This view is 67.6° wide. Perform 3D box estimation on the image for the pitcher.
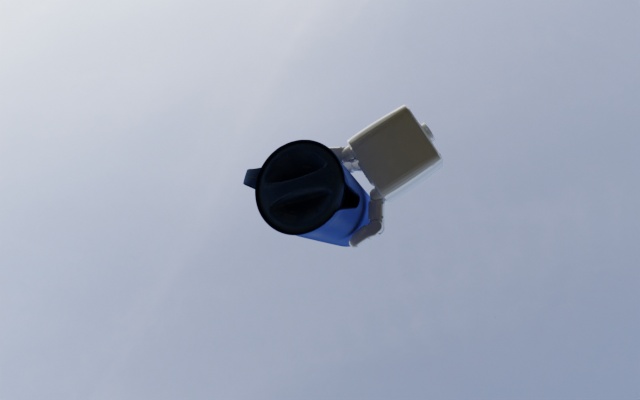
[{"bbox_3d":[0.000,0.002,0.751,0.145,0.149,0.243,-34,-22,10],"label":"pitcher"}]
